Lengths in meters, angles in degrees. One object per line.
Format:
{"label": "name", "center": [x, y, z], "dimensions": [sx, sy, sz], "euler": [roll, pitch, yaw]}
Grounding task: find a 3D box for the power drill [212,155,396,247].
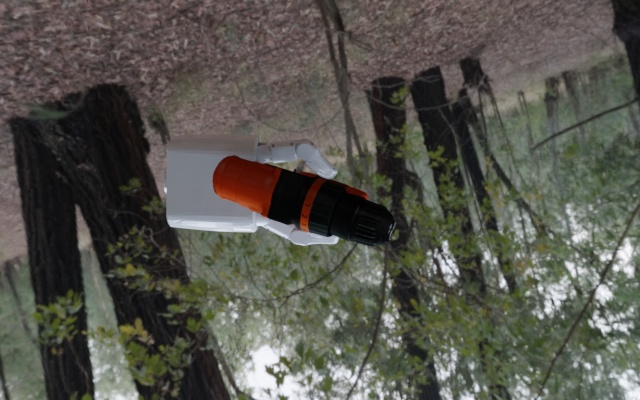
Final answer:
{"label": "power drill", "center": [0.000, 0.002, 0.520], "dimensions": [0.184, 0.057, 0.187], "euler": [20, 2, 15]}
